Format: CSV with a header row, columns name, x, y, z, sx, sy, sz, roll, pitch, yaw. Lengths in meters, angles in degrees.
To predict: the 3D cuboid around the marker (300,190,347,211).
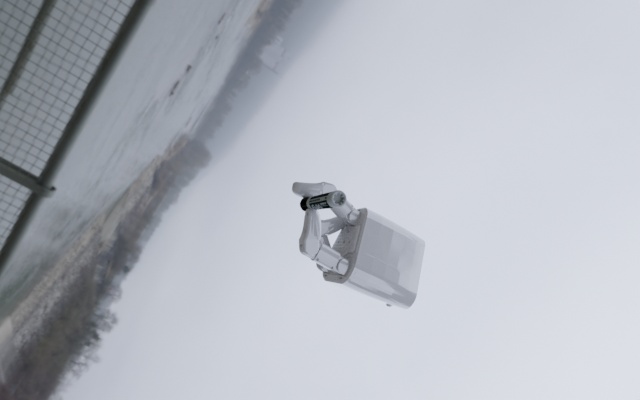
name,x,y,z,sx,sy,sz,roll,pitch,yaw
marker,0.000,0.002,0.582,0.020,0.020,0.121,0,-4,-20
